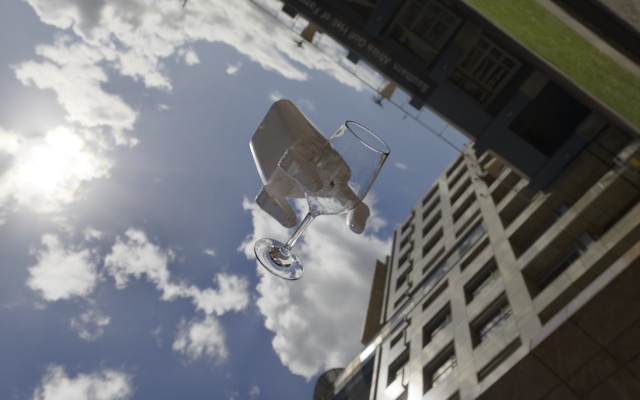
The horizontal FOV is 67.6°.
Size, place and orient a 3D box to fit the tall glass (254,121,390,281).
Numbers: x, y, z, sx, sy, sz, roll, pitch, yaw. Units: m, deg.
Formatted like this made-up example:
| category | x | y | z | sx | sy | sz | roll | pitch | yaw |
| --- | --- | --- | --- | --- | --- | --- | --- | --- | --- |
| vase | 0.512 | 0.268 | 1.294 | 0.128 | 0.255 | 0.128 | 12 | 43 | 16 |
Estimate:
| category | x | y | z | sx | sy | sz | roll | pitch | yaw |
| --- | --- | --- | --- | --- | --- | --- | --- | --- | --- |
| tall glass | 0.000 | 0.003 | 0.579 | 0.079 | 0.201 | 0.079 | 30 | 24 | -15 |
